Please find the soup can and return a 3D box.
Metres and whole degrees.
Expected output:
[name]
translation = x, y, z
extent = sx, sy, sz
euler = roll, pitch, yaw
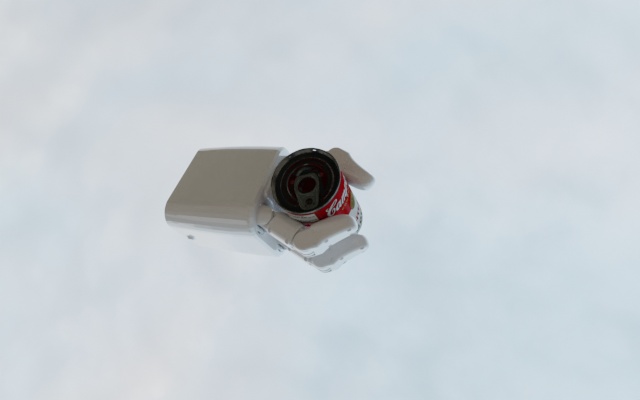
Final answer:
[soup can]
translation = 0.001, 0.002, 0.482
extent = 0.068, 0.068, 0.102
euler = 0, -24, 18
